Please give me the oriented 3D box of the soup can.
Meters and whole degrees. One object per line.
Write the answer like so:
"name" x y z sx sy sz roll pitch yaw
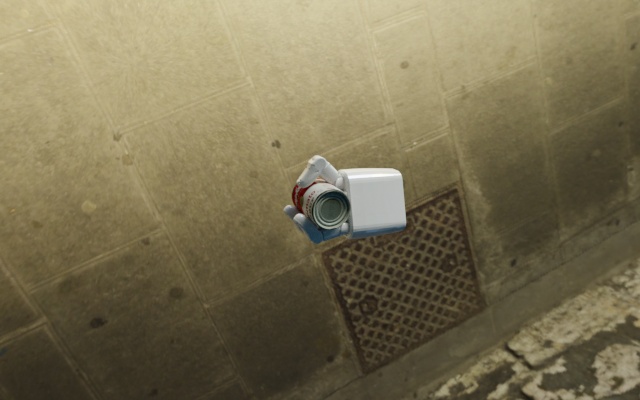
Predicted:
"soup can" 0.000 0.003 0.789 0.068 0.068 0.102 0 15 -22
